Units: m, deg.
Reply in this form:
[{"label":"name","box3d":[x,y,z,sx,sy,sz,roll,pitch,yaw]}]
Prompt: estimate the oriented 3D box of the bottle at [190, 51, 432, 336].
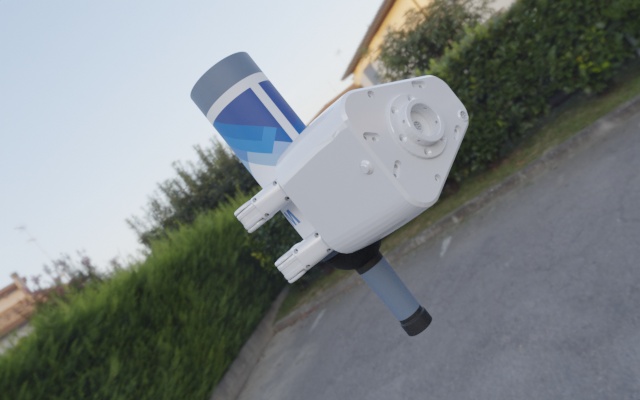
[{"label":"bottle","box3d":[0.000,0.001,0.437,0.069,0.296,0.069,-39,1,1]}]
